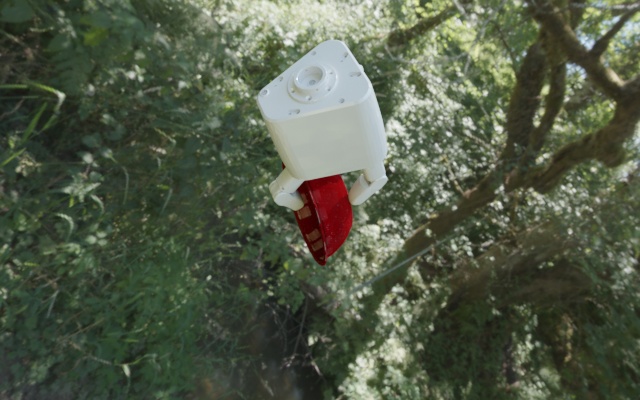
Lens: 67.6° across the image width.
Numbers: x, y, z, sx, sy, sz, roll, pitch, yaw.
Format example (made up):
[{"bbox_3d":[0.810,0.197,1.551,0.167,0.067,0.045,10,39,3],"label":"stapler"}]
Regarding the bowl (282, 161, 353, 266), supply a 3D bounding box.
[{"bbox_3d":[0.000,0.002,0.635,0.055,0.162,0.162,-18,4,-13],"label":"bowl"}]
